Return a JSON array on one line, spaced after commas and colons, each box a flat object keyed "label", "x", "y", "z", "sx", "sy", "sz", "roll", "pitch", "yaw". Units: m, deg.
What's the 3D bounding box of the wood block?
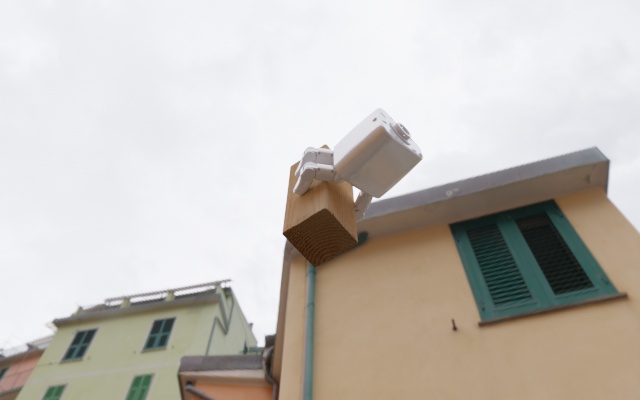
[{"label": "wood block", "x": 0.001, "y": 0.003, "z": 0.834, "sx": 0.090, "sy": 0.091, "sz": 0.206, "roll": -31, "pitch": 28, "yaw": 20}]
